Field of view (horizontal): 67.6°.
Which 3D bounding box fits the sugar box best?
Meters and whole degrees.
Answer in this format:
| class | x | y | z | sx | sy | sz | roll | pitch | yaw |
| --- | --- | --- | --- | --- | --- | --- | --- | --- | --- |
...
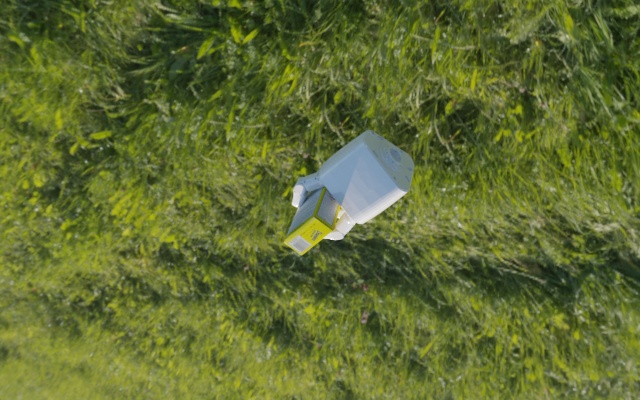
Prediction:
| class | x | y | z | sx | sy | sz | roll | pitch | yaw |
| --- | --- | --- | --- | --- | --- | --- | --- | --- | --- |
| sugar box | 0.001 | 0.003 | 0.828 | 0.048 | 0.176 | 0.093 | 39 | -49 | -13 |
